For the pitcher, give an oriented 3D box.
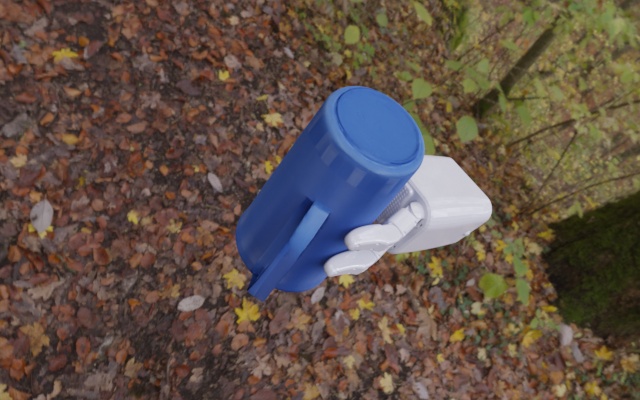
[{"bbox_3d":[0.000,0.002,0.518,0.145,0.149,0.243,-2,-31,-30],"label":"pitcher"}]
